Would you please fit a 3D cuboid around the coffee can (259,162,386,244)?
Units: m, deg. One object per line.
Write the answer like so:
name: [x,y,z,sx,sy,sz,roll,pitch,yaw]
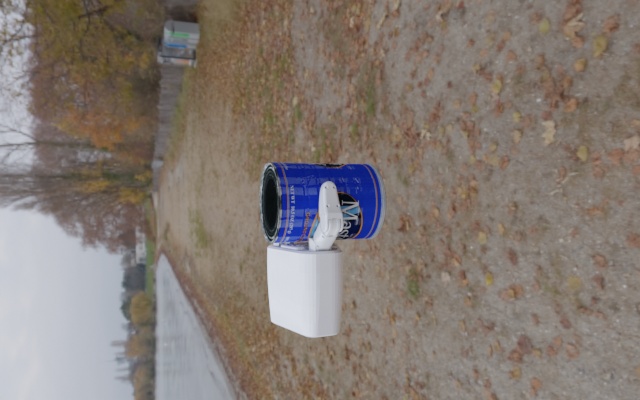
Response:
coffee can: [0.000,0.002,0.623,0.140,0.103,0.103,-1,0,-20]
